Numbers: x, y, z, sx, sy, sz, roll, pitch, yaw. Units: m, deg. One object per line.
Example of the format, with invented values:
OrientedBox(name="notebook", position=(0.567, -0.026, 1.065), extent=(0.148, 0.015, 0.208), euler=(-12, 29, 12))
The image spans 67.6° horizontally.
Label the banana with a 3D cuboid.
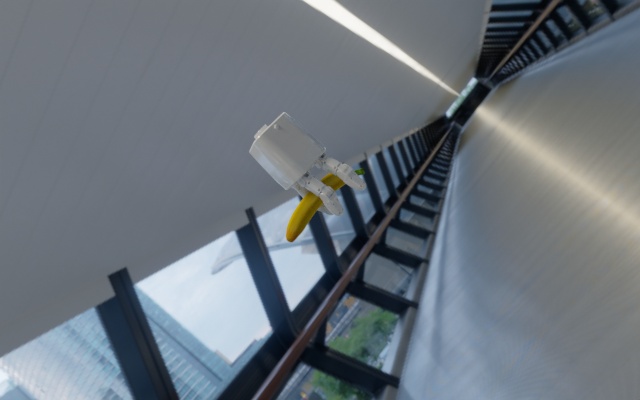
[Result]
OrientedBox(name="banana", position=(-0.005, -0.001, 0.906), extent=(0.198, 0.037, 0.069), euler=(-45, 20, -11))
